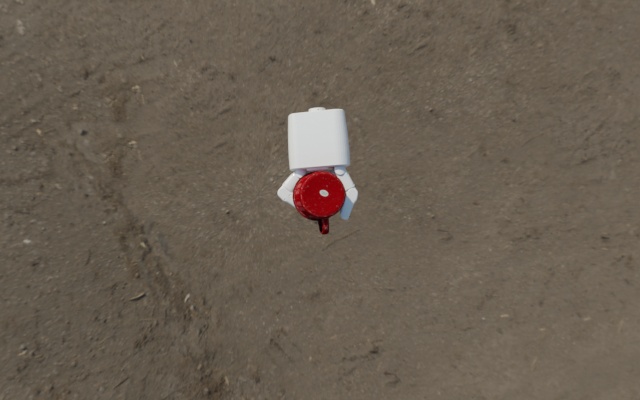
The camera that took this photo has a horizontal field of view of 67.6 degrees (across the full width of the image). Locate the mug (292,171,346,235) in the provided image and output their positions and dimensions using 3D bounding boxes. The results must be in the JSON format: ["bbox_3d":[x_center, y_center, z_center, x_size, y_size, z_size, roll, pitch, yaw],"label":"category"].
[{"bbox_3d":[0.000,0.004,0.853,0.093,0.117,0.081,-5,-1,-7],"label":"mug"}]
